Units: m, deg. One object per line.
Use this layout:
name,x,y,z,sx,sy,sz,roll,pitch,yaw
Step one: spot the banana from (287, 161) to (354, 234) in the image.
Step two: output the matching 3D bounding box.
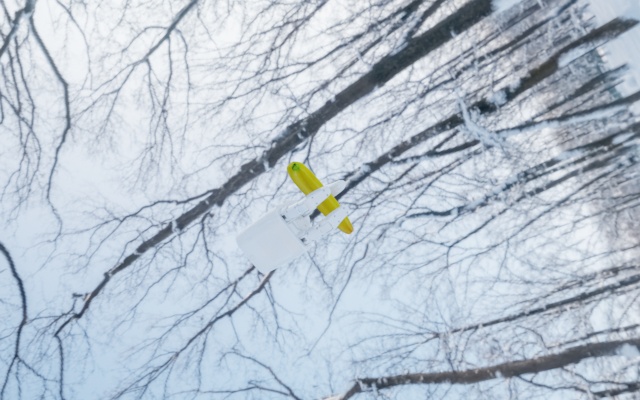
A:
banana,-0.006,-0.010,0.859,0.037,0.198,0.069,-36,37,10
